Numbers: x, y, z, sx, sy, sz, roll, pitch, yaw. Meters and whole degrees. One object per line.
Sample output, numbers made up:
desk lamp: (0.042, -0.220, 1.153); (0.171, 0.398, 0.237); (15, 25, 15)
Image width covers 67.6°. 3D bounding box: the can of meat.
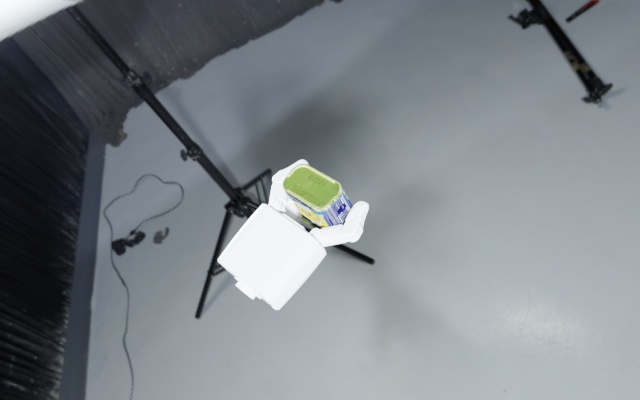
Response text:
can of meat: (0.000, 0.002, 0.696); (0.102, 0.057, 0.084); (31, -17, 38)
